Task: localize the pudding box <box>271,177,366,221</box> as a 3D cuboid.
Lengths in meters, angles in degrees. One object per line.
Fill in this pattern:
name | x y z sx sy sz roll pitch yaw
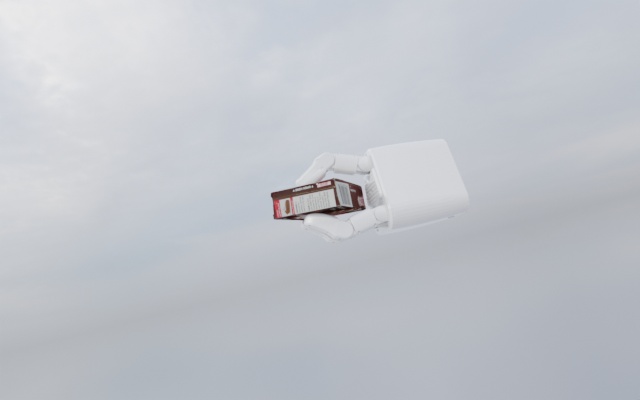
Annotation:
pudding box | 0.000 0.002 0.621 0.090 0.039 0.113 -13 -10 20
